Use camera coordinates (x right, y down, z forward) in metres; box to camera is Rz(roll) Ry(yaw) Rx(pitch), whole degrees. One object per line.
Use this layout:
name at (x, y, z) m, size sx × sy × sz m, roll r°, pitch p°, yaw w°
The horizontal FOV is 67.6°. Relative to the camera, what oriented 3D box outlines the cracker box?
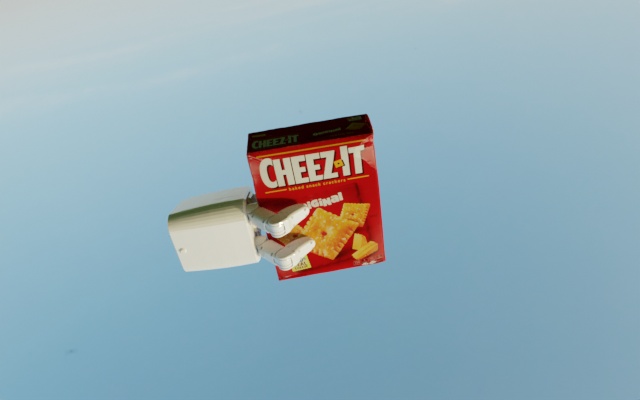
cracker box at (0.000, 0.002, 0.665) m, size 0.164 × 0.214 × 0.072 m, roll -10°, pitch 33°, yaw 1°
